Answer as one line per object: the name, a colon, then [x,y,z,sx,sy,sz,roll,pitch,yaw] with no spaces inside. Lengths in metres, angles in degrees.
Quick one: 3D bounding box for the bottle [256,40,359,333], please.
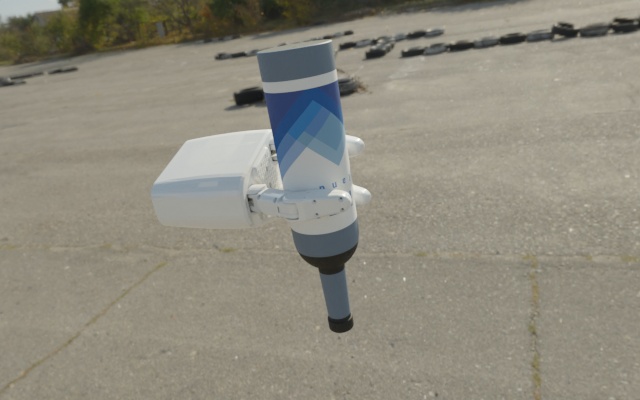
bottle: [0.000,0.001,0.466,0.069,0.296,0.069,-8,22,3]
